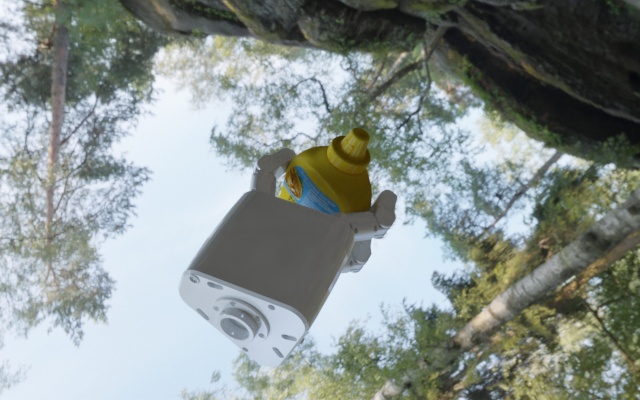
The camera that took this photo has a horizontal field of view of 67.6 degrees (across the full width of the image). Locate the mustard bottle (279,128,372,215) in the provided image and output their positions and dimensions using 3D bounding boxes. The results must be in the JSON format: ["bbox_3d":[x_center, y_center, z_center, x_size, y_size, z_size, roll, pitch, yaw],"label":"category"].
[{"bbox_3d":[0.000,0.002,0.492,0.058,0.096,0.192,-25,-25,-42],"label":"mustard bottle"}]
